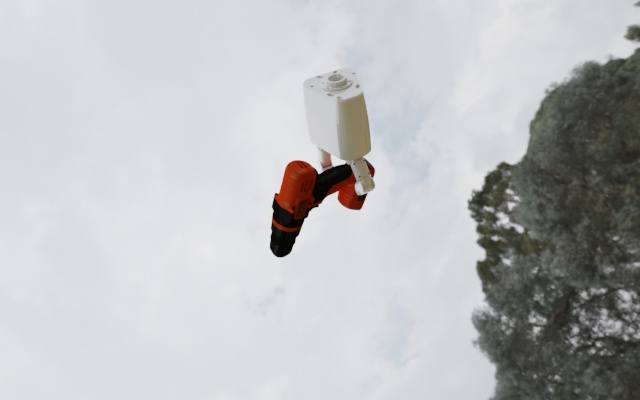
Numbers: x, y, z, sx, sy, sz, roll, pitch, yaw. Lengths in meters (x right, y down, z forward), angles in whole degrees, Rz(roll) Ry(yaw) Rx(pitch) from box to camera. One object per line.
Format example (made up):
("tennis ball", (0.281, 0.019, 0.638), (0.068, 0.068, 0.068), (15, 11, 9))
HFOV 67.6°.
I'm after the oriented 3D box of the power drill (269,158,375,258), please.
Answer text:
("power drill", (0.000, 0.002, 0.802), (0.187, 0.185, 0.057), (-21, 51, -41))
